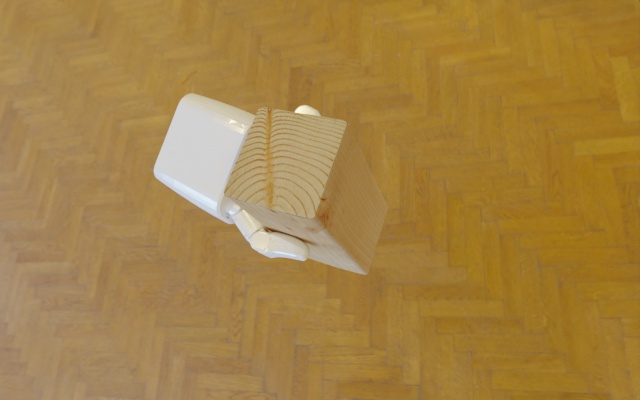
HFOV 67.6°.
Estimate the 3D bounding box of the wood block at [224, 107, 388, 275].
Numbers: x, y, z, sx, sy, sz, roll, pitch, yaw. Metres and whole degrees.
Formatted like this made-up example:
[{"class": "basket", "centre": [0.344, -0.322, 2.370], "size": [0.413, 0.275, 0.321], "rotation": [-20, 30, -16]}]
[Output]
[{"class": "wood block", "centre": [0.000, 0.002, 0.491], "size": [0.090, 0.090, 0.206], "rotation": [14, -15, 23]}]
